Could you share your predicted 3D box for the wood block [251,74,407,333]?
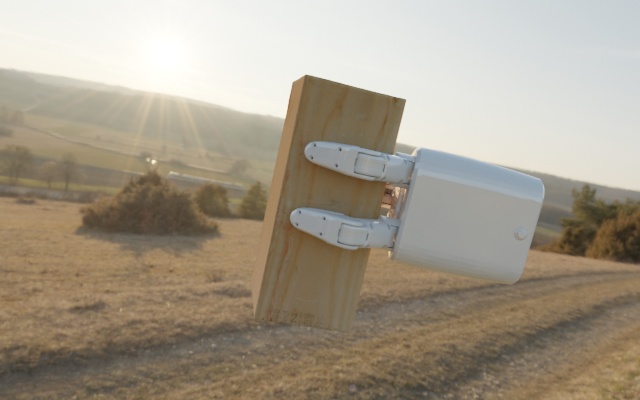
[{"bbox_3d":[0.000,0.001,0.439,0.090,0.206,0.091,11,8,-11],"label":"wood block"}]
